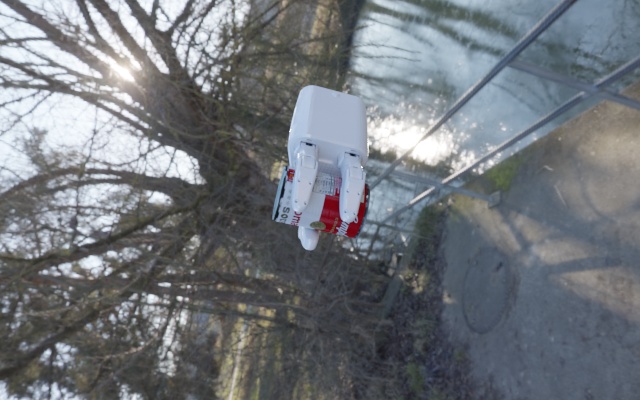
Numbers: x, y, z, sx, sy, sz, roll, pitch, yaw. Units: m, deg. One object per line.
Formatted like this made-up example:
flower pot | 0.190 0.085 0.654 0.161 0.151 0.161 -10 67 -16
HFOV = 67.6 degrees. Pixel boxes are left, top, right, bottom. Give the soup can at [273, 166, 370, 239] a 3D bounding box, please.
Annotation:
soup can | 0.000 0.002 0.564 0.102 0.068 0.068 13 -2 -9
